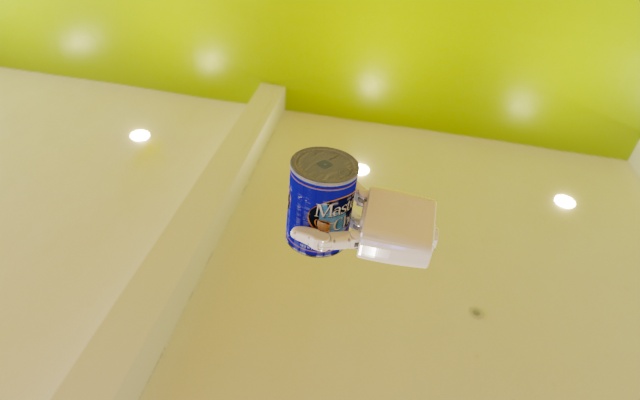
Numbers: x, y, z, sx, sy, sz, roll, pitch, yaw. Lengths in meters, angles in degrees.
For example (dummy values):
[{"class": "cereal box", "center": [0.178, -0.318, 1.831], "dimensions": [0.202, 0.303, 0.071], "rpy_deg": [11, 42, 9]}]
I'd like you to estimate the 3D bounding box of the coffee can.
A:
[{"class": "coffee can", "center": [0.000, 0.002, 0.737], "dimensions": [0.103, 0.140, 0.102], "rpy_deg": [4, 35, -3]}]
